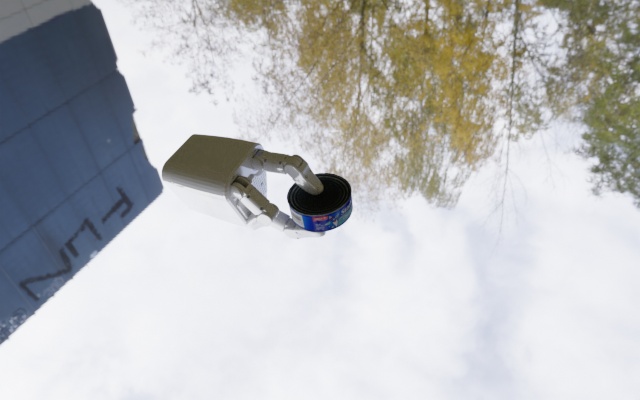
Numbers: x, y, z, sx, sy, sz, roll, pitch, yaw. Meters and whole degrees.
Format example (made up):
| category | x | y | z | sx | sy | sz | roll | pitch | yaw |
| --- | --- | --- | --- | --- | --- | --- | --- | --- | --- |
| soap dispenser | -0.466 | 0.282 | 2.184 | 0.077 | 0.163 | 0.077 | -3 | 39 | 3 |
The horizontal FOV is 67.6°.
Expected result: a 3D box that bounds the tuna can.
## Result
| category | x | y | z | sx | sy | sz | roll | pitch | yaw |
| --- | --- | --- | --- | --- | --- | --- | --- | --- | --- |
| tuna can | 0.000 | 0.003 | 0.635 | 0.086 | 0.034 | 0.086 | -6 | 40 | 5 |
